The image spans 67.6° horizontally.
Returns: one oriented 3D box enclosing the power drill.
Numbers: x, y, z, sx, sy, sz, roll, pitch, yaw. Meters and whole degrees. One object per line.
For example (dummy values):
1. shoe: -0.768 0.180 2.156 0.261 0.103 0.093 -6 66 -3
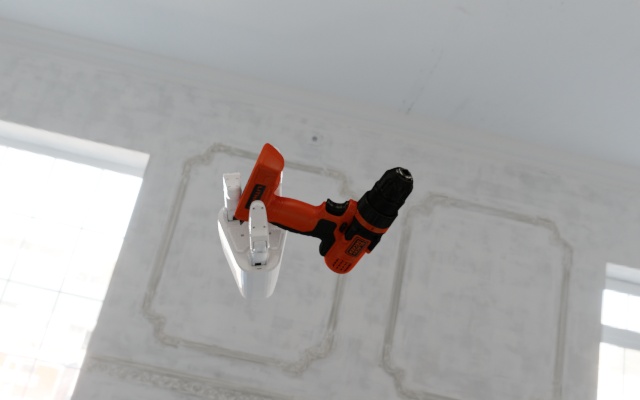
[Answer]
1. power drill: 0.000 0.002 0.600 0.187 0.184 0.057 25 36 -10
